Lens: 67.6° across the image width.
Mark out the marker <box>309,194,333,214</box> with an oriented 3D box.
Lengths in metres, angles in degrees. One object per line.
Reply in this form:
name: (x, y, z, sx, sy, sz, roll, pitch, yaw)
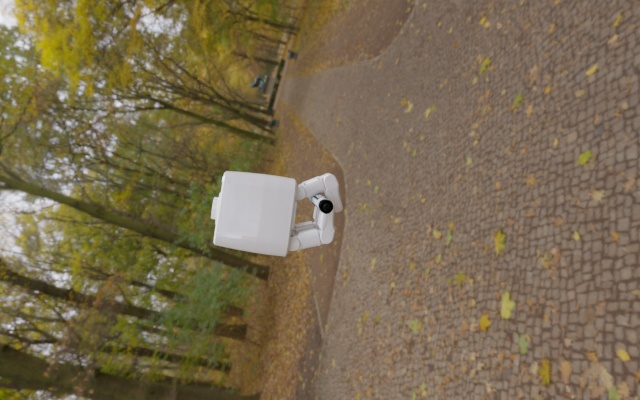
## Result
marker: (0.000, 0.002, 0.680, 0.020, 0.020, 0.121, 0, 7, -8)
